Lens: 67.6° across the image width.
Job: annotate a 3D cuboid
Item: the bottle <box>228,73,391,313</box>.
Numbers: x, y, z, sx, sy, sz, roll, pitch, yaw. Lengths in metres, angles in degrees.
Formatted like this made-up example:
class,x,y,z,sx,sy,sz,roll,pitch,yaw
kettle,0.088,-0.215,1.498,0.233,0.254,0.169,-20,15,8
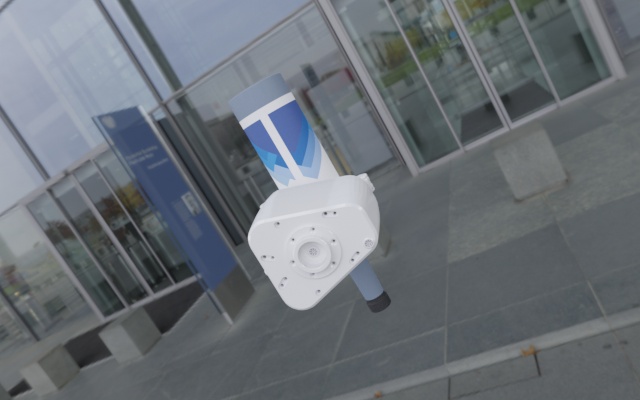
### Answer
class,x,y,z,sx,sy,sz,roll,pitch,yaw
bottle,0.000,0.002,0.549,0.069,0.296,0.069,-29,10,6
